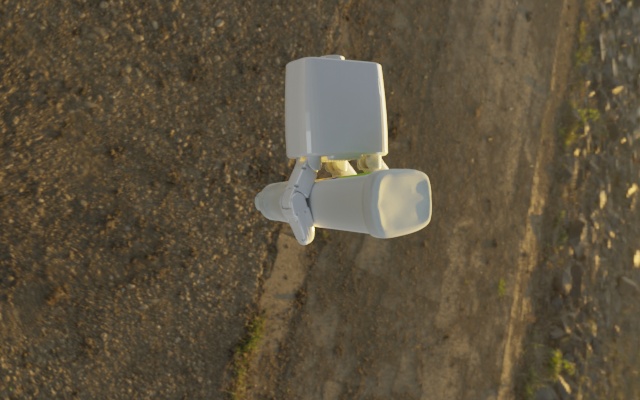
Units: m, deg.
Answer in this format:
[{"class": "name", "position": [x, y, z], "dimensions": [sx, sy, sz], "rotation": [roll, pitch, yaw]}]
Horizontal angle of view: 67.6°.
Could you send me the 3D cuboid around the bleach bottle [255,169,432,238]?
[{"class": "bleach bottle", "position": [0.000, 0.002, 0.567], "dimensions": [0.102, 0.068, 0.251], "rotation": [-6, 4, -44]}]
